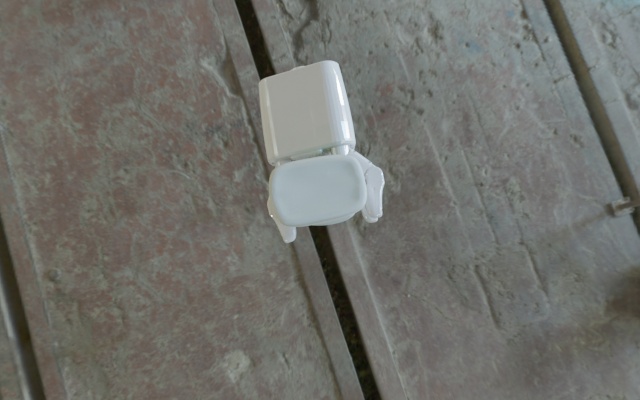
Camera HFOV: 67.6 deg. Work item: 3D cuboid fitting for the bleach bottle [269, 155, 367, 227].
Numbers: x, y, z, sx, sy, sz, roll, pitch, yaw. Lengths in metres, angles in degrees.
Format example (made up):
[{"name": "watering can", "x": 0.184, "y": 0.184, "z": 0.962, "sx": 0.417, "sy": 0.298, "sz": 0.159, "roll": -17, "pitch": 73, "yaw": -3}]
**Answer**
[{"name": "bleach bottle", "x": 0.000, "y": 0.002, "z": 0.604, "sx": 0.102, "sy": 0.068, "sz": 0.251, "roll": -11, "pitch": -6, "yaw": -1}]
